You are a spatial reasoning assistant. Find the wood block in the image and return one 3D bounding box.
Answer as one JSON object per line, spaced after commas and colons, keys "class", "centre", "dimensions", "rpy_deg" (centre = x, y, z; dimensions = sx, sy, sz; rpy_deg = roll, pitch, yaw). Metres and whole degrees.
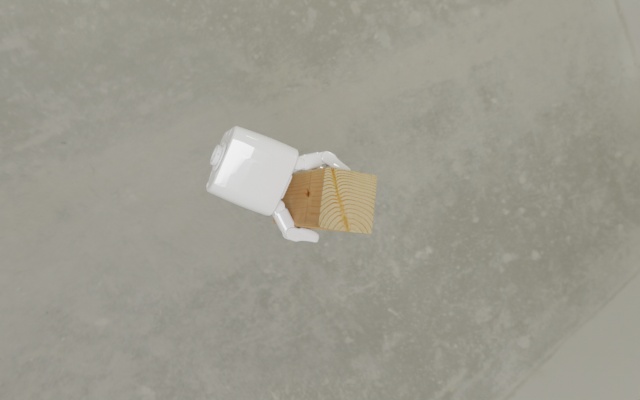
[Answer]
{"class": "wood block", "centre": [0.000, 0.003, 0.788], "dimensions": [0.090, 0.091, 0.206], "rpy_deg": [8, -4, -23]}
